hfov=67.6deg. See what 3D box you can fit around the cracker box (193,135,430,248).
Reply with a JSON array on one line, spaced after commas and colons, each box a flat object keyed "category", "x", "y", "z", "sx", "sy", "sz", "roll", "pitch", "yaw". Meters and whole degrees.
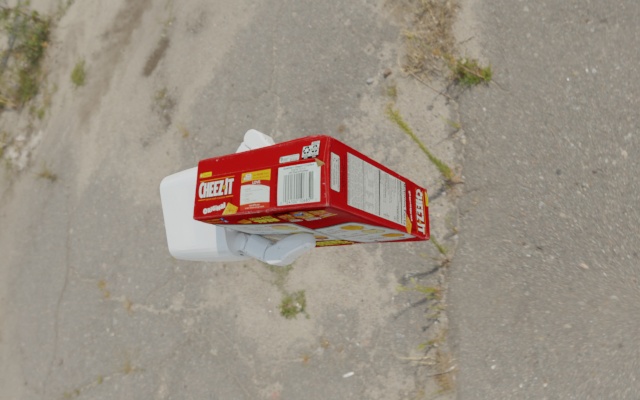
[{"category": "cracker box", "x": 0.000, "y": 0.002, "z": 0.516, "sx": 0.164, "sy": 0.072, "sz": 0.214, "roll": -7, "pitch": -15, "yaw": 34}]
